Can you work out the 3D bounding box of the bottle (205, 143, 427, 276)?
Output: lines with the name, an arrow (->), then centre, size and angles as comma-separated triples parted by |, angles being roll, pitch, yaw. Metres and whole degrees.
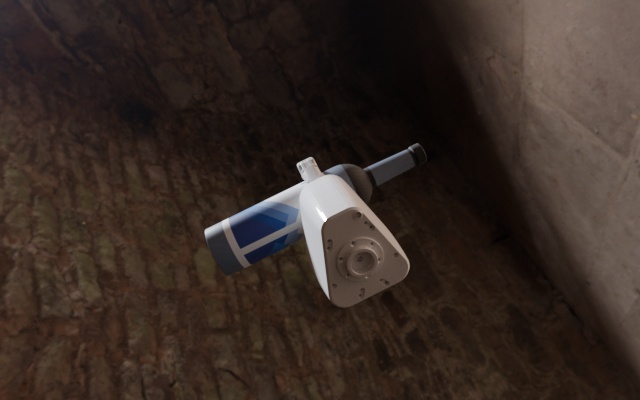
bottle -> 0.000, 0.002, 0.615 | 0.295, 0.069, 0.069 | -26, 1, -3
